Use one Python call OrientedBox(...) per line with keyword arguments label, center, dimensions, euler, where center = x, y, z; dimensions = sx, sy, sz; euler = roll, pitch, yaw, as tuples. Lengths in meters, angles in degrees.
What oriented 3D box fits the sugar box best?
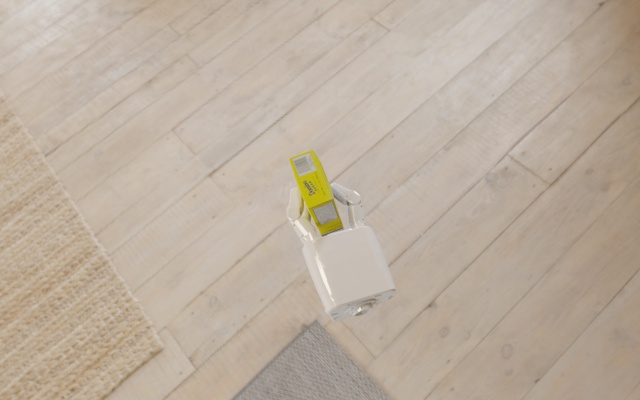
OrientedBox(label="sugar box", center=(0.000, 0.003, 0.764), dimensions=(0.048, 0.093, 0.176), euler=(-20, -27, -1))
